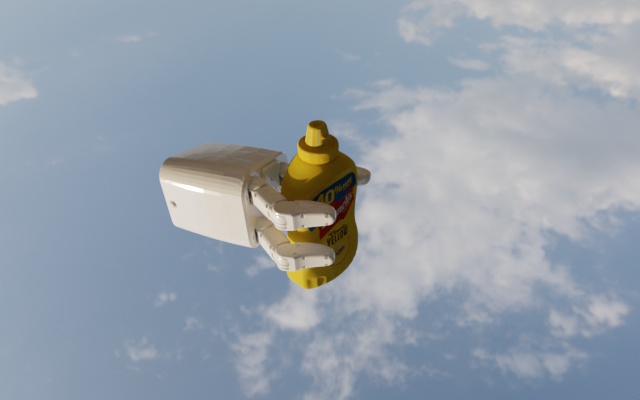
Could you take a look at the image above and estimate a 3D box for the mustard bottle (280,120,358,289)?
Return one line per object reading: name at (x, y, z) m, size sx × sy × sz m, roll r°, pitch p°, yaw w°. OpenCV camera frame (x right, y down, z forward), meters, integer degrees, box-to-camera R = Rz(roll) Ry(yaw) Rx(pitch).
mustard bottle at (0.000, 0.002, 0.515) m, size 0.096 × 0.192 × 0.058 m, roll -33°, pitch 47°, yaw -32°
